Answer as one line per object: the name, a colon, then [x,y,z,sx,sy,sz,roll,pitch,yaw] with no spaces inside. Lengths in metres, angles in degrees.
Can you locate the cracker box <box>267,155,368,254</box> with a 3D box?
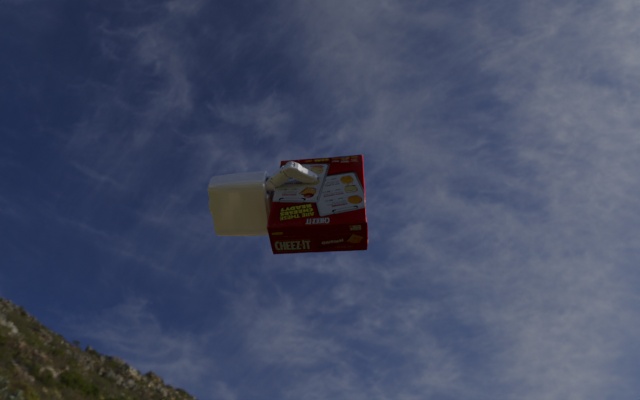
cracker box: [0.000,0.003,0.865,0.164,0.072,0.213,-4,36,5]
